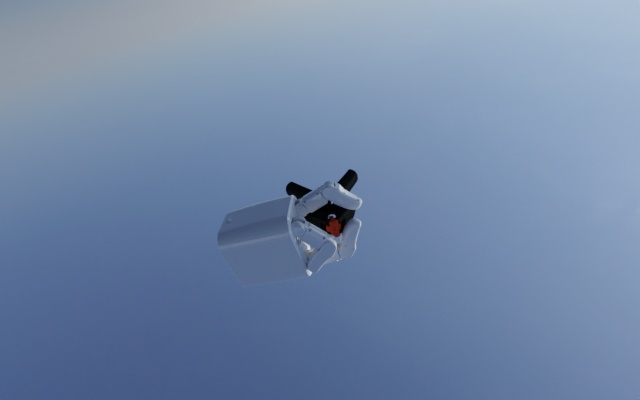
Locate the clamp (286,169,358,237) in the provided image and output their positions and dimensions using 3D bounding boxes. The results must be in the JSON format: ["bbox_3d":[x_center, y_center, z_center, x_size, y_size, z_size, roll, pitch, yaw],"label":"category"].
[{"bbox_3d":[0.000,0.003,0.736,0.120,0.039,0.171,-13,25,9],"label":"clamp"}]
